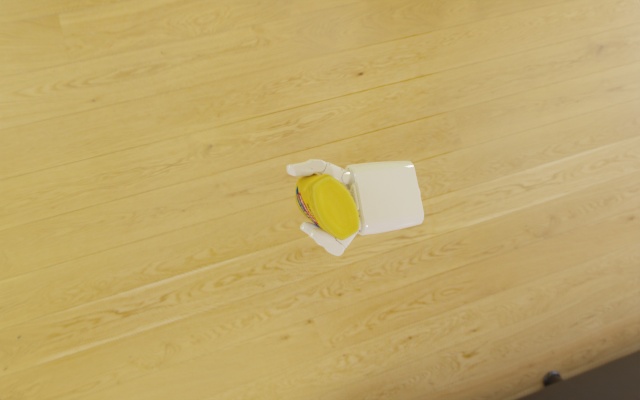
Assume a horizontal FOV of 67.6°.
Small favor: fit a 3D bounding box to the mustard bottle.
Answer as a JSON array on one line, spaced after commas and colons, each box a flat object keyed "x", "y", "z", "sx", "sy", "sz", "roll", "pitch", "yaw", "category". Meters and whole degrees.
[{"x": 0.000, "y": 0.003, "z": 0.759, "sx": 0.058, "sy": 0.096, "sz": 0.191, "roll": -32, "pitch": 12, "yaw": -9, "category": "mustard bottle"}]
